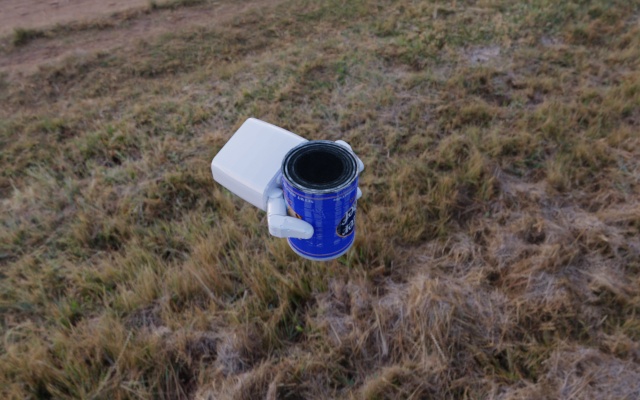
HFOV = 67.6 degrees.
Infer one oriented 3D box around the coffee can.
[{"bbox_3d":[0.000,0.002,0.667,0.103,0.102,0.140,0,-43,0],"label":"coffee can"}]
